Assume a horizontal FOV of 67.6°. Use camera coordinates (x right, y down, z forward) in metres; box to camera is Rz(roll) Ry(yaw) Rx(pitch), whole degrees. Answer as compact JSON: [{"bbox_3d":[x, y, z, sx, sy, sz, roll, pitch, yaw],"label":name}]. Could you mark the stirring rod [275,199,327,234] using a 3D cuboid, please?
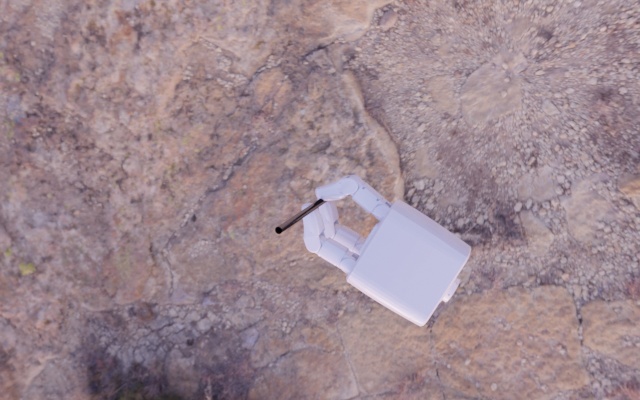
[{"bbox_3d":[0.000,0.002,0.595,0.011,0.011,0.239,0,14,22],"label":"stirring rod"}]
